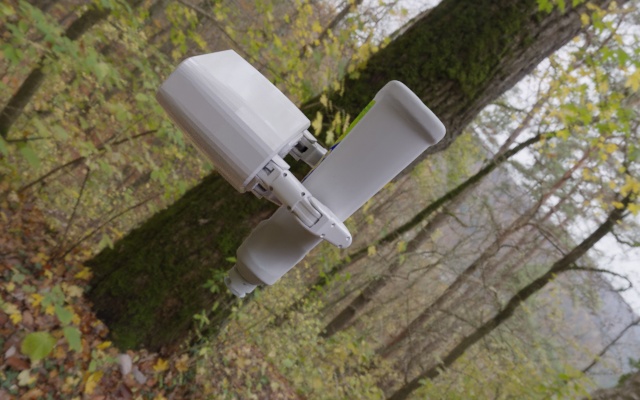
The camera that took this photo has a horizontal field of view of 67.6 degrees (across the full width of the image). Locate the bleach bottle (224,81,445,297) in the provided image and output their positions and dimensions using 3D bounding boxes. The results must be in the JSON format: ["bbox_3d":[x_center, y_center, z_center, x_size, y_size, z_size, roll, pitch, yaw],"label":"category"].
[{"bbox_3d":[0.000,0.001,0.455,0.251,0.068,0.102,-45,4,9],"label":"bleach bottle"}]
